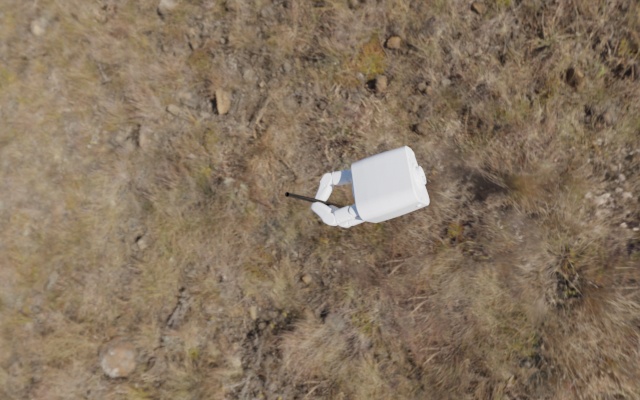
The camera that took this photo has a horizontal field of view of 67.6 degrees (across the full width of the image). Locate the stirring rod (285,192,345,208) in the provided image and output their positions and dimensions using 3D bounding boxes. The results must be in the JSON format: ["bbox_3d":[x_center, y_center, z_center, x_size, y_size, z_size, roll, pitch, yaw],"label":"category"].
[{"bbox_3d":[0.000,0.003,0.879,0.011,0.011,0.239,0,-6,27],"label":"stirring rod"}]
